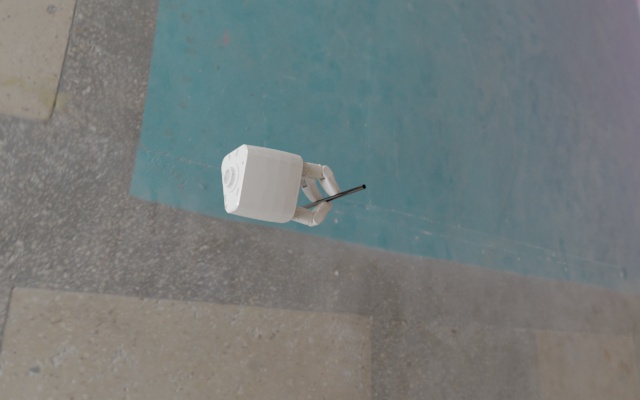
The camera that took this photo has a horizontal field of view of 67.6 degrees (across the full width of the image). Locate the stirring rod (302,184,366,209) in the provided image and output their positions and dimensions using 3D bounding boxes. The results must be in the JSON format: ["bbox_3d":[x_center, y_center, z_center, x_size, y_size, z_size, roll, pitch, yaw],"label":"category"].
[{"bbox_3d":[0.000,0.003,0.869,0.011,0.011,0.239,0,-12,-37],"label":"stirring rod"}]
